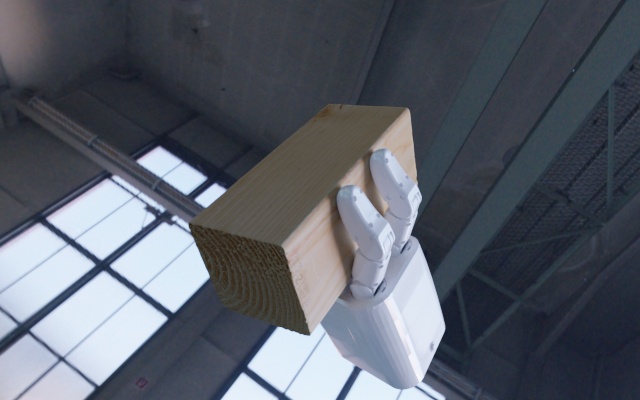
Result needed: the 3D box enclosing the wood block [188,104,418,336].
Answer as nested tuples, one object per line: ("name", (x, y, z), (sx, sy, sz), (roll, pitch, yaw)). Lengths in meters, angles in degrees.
("wood block", (0.000, 0.002, 0.413), (0.091, 0.090, 0.206), (9, 39, 32))
